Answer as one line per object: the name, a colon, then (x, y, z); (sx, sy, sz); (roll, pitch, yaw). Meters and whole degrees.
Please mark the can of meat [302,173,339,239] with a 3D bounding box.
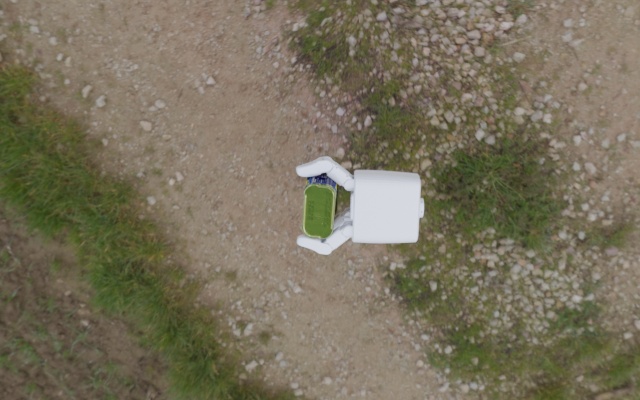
can of meat: (0.000, 0.003, 0.796); (0.057, 0.102, 0.084); (4, 24, 2)
